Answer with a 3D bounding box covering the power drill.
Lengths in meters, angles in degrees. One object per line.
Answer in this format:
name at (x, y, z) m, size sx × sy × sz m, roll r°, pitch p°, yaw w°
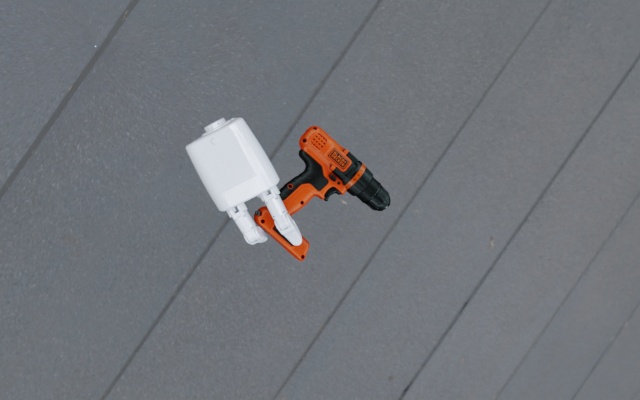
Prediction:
power drill at (0.000, 0.003, 0.765) m, size 0.184 × 0.187 × 0.057 m, roll 41°, pitch -11°, yaw -9°
